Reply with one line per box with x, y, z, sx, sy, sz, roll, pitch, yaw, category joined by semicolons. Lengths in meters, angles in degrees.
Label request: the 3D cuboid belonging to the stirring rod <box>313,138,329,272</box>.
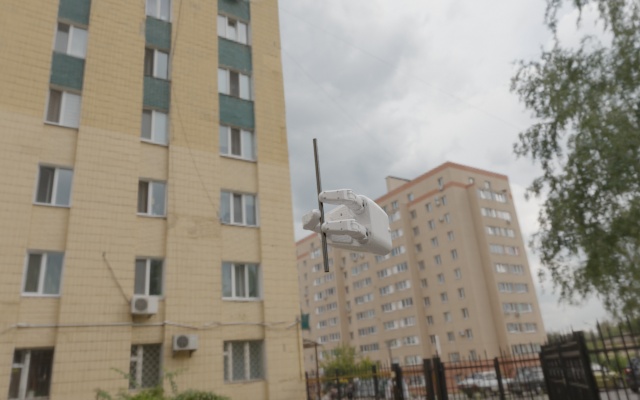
0.000;0.003;0.808;0.011;0.239;0.011;-5;-21;-2;stirring rod
